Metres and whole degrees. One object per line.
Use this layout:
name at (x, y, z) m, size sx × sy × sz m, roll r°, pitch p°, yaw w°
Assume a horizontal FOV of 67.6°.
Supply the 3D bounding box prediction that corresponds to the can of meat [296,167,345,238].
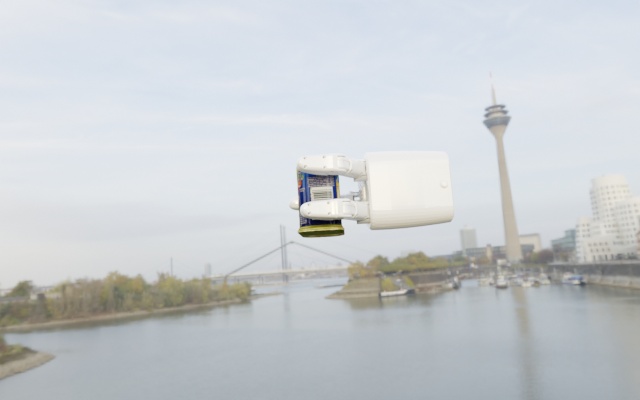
can of meat at (0.000, 0.002, 0.615) m, size 0.057 × 0.084 × 0.102 m, roll -4°, pitch -9°, yaw 3°
